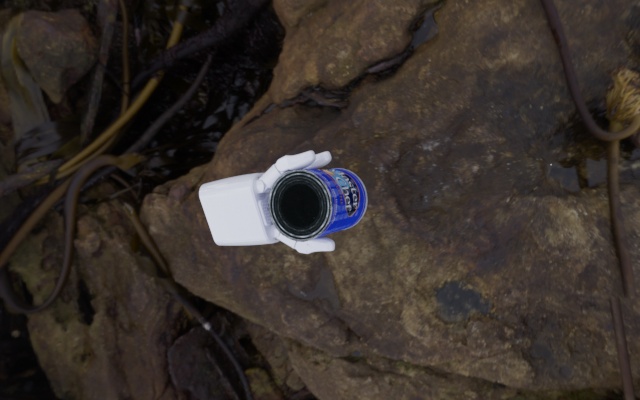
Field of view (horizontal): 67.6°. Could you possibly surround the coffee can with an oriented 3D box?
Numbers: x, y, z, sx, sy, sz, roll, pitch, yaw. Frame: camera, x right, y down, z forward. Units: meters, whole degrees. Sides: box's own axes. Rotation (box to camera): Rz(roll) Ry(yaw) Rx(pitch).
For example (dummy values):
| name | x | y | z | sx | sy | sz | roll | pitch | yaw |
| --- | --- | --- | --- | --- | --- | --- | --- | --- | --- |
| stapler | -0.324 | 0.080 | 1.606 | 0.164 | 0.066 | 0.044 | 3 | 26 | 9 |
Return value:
| name | x | y | z | sx | sy | sz | roll | pitch | yaw |
| --- | --- | --- | --- | --- | --- | --- | --- | --- | --- |
| coffee can | 0.000 | 0.002 | 0.730 | 0.103 | 0.103 | 0.140 | 0 | 4 | 26 |
